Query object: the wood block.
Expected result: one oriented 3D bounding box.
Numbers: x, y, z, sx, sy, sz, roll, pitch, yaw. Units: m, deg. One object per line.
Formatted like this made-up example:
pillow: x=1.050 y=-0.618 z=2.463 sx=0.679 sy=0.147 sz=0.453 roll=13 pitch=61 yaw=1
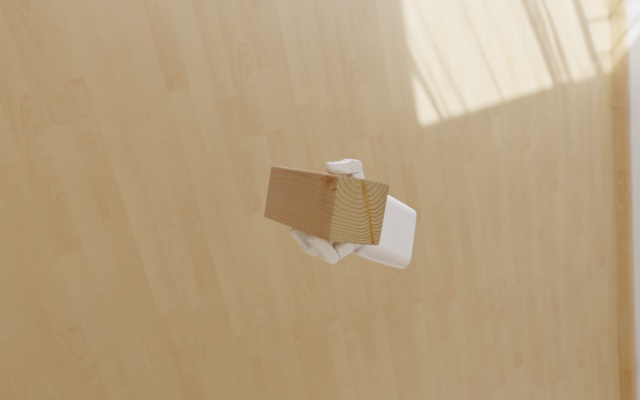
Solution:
wood block: x=0.001 y=0.002 z=0.737 sx=0.090 sy=0.091 sz=0.206 roll=8 pitch=3 yaw=-32
